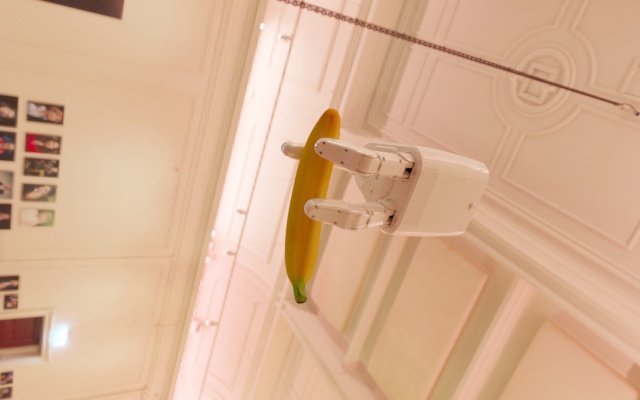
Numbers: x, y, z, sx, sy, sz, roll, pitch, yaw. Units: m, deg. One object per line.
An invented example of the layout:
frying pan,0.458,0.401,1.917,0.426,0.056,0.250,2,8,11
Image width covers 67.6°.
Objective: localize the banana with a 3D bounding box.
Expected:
banana,-0.008,0.004,0.505,0.037,0.198,0.069,9,-1,-26
